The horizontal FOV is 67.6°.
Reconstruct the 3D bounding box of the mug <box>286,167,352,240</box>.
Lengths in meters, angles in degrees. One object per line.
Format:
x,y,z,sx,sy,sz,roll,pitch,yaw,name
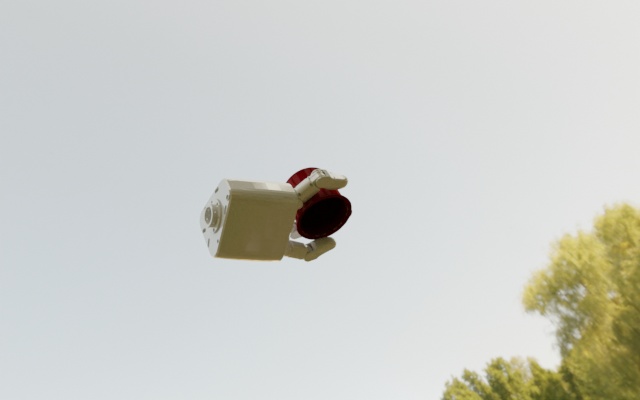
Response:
0.001,0.002,0.763,0.117,0.093,0.081,7,36,-36,mug
